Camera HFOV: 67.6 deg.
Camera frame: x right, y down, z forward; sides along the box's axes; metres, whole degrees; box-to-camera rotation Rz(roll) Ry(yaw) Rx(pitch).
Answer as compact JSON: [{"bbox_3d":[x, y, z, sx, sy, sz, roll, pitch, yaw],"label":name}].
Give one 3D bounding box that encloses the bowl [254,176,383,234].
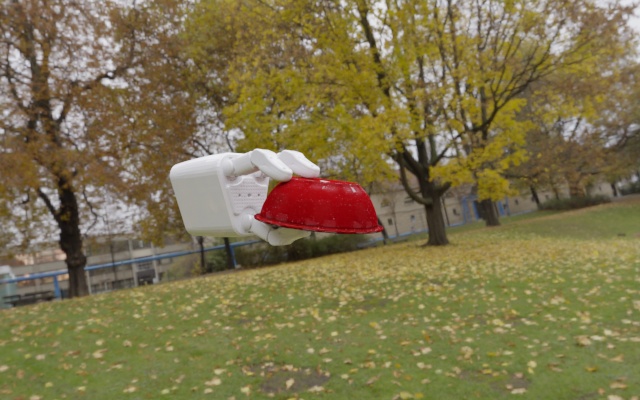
[{"bbox_3d":[0.001,0.002,0.593,0.162,0.055,0.162,6,4,0],"label":"bowl"}]
